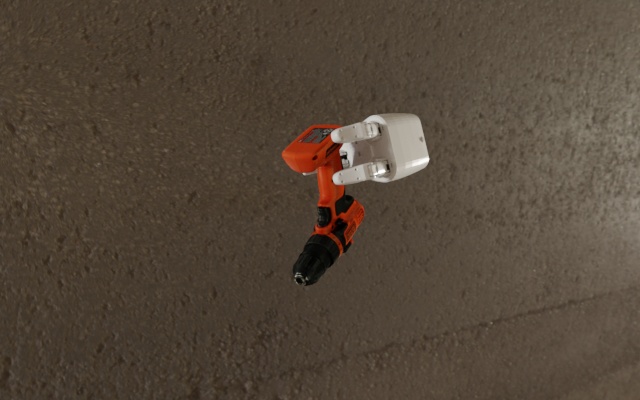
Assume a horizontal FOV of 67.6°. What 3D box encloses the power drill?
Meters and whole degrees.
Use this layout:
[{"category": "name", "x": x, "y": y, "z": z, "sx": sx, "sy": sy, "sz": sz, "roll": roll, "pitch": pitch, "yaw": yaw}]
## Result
[{"category": "power drill", "x": 0.000, "y": 0.002, "z": 0.671, "sx": 0.057, "sy": 0.188, "sz": 0.184, "roll": 7, "pitch": 35, "yaw": 26}]
